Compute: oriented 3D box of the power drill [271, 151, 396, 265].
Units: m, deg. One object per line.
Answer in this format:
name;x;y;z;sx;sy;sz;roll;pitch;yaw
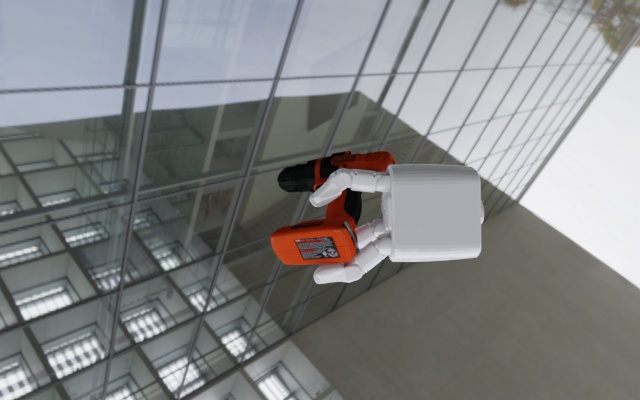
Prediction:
power drill;0.000;0.002;0.646;0.184;0.057;0.187;-8;37;26
